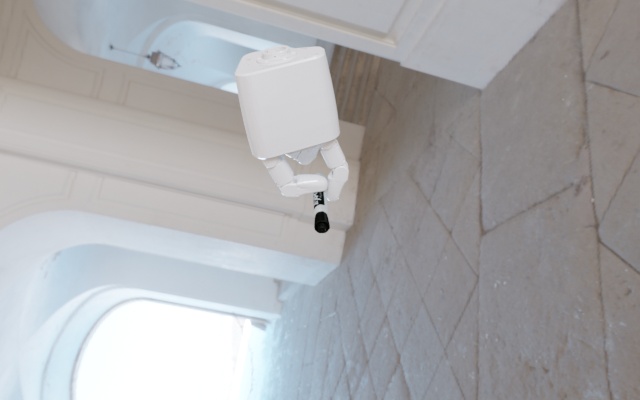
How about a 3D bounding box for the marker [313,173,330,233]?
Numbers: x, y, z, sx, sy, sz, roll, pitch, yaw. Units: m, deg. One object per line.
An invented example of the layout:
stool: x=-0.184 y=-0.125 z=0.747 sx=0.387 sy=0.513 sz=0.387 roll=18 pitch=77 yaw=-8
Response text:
marker: x=0.000 y=0.002 z=0.610 sx=0.020 sy=0.020 sz=0.121 roll=0 pitch=32 yaw=-2
